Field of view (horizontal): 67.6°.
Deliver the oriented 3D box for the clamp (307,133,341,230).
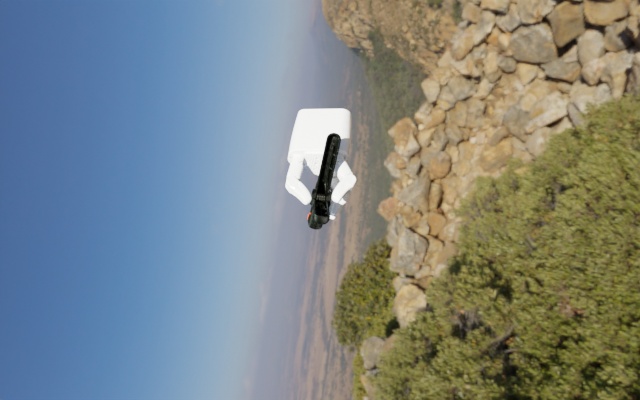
[{"bbox_3d":[-0.001,0.003,0.853,0.036,0.164,0.210,11,-31,-3],"label":"clamp"}]
